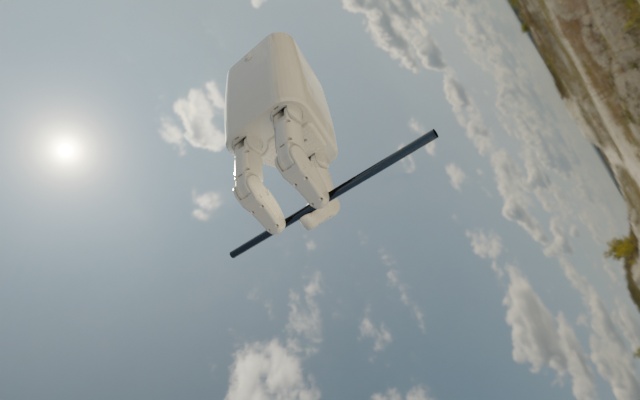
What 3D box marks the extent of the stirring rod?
[{"bbox_3d":[0.000,0.001,0.433,0.239,0.011,0.011,-31,-16,29],"label":"stirring rod"}]
